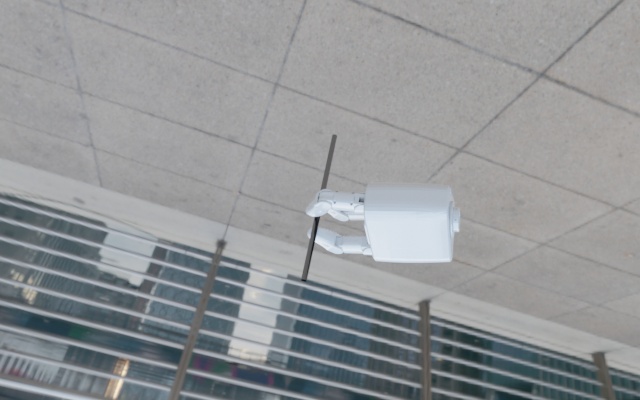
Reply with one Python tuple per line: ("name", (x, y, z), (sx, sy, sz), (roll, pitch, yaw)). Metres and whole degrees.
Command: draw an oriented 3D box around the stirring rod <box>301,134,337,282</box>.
("stirring rod", (0.000, 0.002, 0.684), (0.011, 0.239, 0.011), (9, -29, 5))
